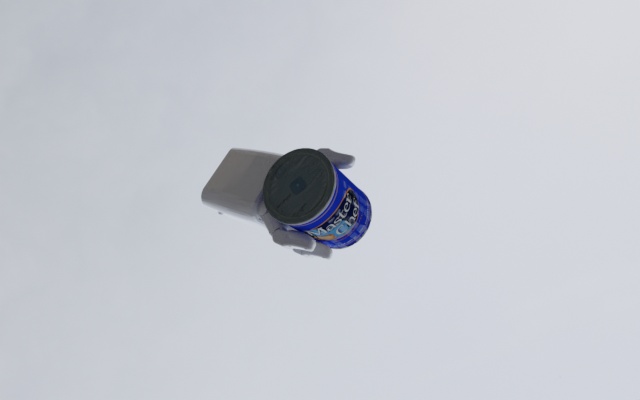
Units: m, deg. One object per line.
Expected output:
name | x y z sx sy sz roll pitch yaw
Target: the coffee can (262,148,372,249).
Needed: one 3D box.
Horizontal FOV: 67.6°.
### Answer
coffee can | 0.000 0.002 0.659 0.103 0.102 0.140 0 -18 27
